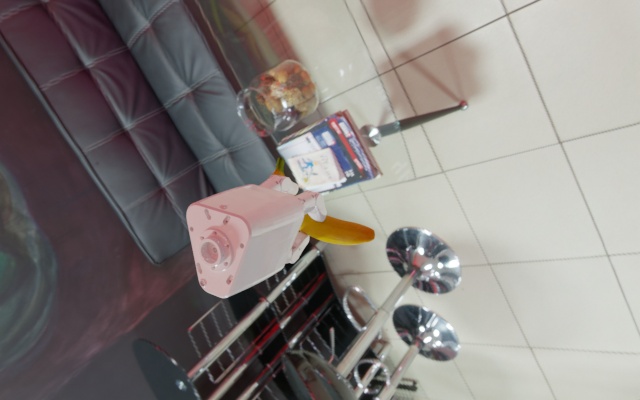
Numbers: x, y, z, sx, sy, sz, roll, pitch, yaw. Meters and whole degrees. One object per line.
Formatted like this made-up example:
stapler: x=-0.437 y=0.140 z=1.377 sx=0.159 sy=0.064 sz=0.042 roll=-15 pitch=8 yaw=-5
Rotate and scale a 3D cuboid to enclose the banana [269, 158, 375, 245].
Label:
banana: x=-0.014 y=0.015 z=0.700 sx=0.197 sy=0.069 sz=0.037 roll=39 pitch=4 yaw=19
